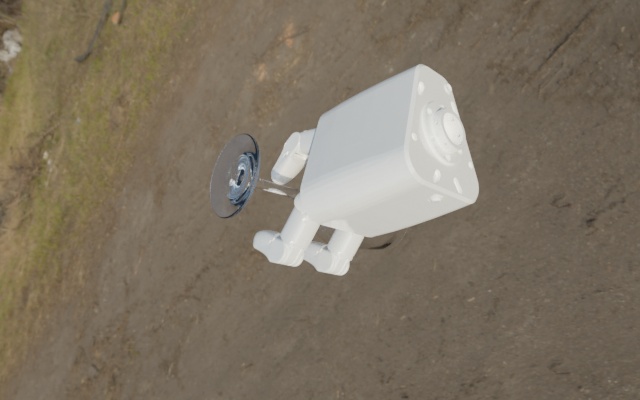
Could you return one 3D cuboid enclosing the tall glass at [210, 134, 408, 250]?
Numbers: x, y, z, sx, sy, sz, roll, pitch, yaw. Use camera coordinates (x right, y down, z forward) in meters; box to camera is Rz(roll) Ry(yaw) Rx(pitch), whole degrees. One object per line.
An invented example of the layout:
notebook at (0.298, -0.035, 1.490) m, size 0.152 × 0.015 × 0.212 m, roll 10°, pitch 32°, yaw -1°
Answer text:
tall glass at (-0.001, 0.001, 0.464) m, size 0.201 × 0.079 × 0.079 m, roll 17°, pitch -11°, yaw -39°
